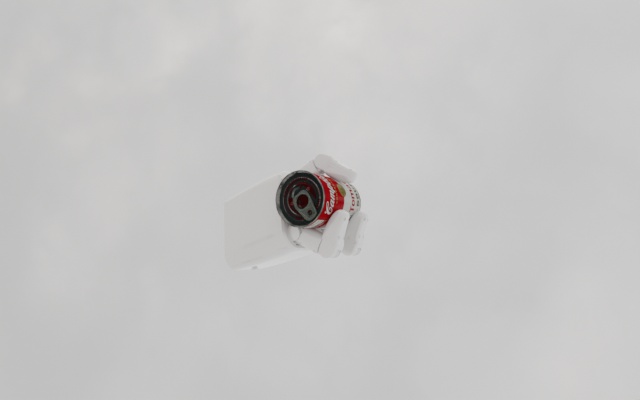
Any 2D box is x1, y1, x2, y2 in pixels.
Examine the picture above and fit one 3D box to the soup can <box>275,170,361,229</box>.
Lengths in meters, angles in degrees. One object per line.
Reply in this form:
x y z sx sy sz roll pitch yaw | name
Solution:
0.001 0.002 0.603 0.068 0.068 0.102 0 -4 30 | soup can
